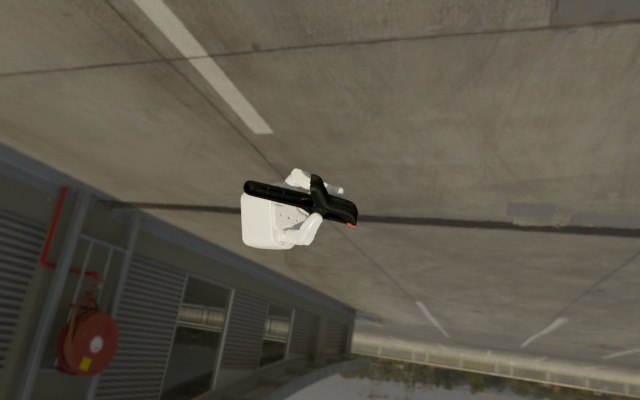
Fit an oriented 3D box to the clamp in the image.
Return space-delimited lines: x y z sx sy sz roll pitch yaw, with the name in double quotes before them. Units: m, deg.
"clamp" 0.000 0.004 0.785 0.210 0.036 0.164 22 -17 -37
